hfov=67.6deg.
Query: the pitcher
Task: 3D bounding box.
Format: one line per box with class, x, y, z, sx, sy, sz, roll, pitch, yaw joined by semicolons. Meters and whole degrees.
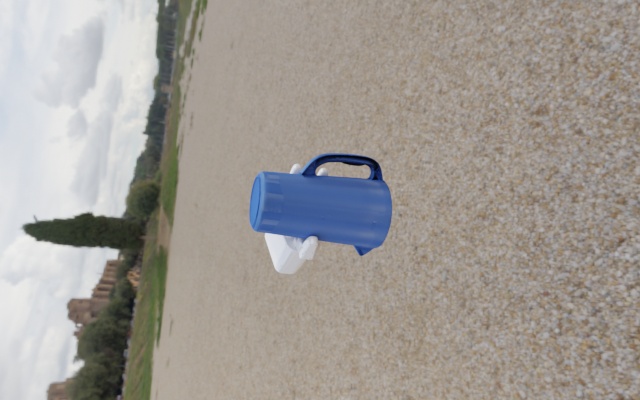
pitcher;0.000;0.003;0.873;0.243;0.149;0.145;7;-35;-18
